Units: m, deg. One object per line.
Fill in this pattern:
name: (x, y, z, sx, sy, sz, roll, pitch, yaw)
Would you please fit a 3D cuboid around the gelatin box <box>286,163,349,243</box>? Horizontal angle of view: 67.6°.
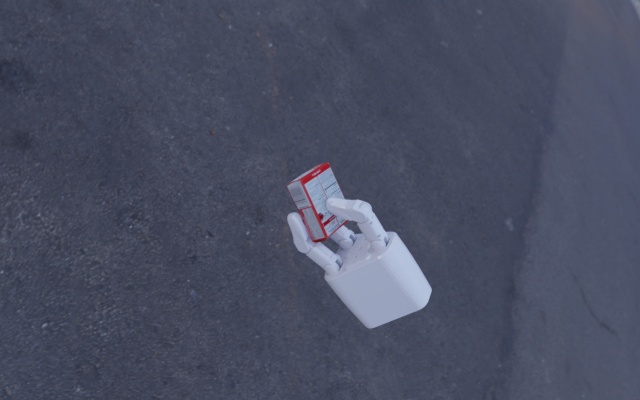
gelatin box: (0.000, 0.002, 0.652, 0.030, 0.089, 0.073, -16, 13, 38)
